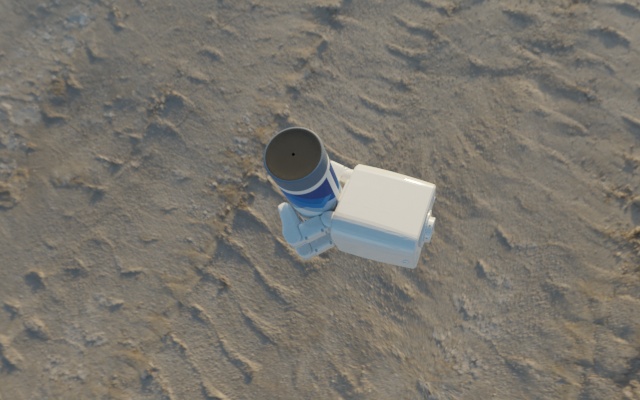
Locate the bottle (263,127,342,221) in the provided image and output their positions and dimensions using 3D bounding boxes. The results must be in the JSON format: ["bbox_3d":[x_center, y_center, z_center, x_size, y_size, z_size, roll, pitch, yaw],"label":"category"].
[{"bbox_3d":[0.000,0.002,0.641,0.069,0.069,0.296,0,-20,12],"label":"bottle"}]
